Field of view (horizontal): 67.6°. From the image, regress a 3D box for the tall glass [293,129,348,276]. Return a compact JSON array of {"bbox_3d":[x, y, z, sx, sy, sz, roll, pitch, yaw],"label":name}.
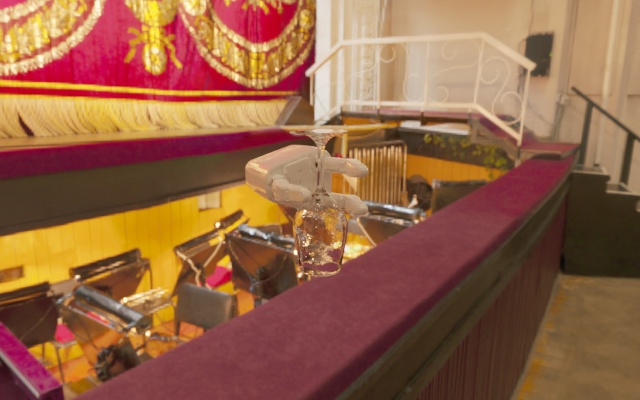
[{"bbox_3d":[0.000,0.002,0.674,0.079,0.201,0.079,0,13,0],"label":"tall glass"}]
